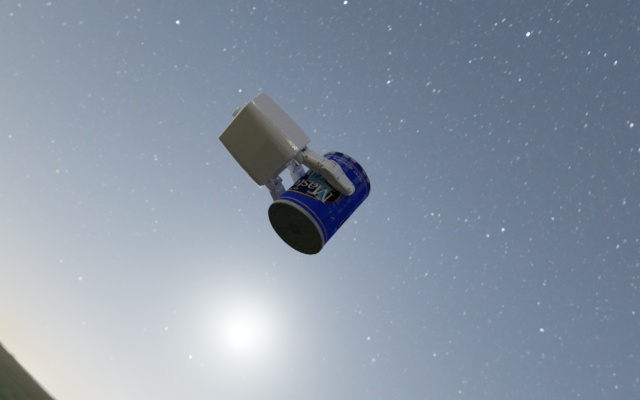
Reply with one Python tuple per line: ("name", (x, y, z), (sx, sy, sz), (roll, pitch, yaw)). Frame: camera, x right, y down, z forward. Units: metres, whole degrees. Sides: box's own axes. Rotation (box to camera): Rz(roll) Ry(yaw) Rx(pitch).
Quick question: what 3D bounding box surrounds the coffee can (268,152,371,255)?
("coffee can", (0.000, 0.003, 0.758), (0.103, 0.103, 0.140), (0, 36, 45))
